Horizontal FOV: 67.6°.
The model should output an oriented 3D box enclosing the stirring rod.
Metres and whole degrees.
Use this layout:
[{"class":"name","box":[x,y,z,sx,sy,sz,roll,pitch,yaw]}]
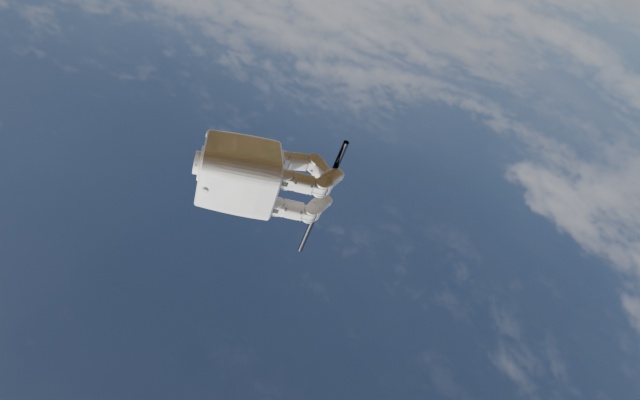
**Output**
[{"class":"stirring rod","box":[0.000,0.002,0.725,0.011,0.011,0.240,0,-42,-23]}]
